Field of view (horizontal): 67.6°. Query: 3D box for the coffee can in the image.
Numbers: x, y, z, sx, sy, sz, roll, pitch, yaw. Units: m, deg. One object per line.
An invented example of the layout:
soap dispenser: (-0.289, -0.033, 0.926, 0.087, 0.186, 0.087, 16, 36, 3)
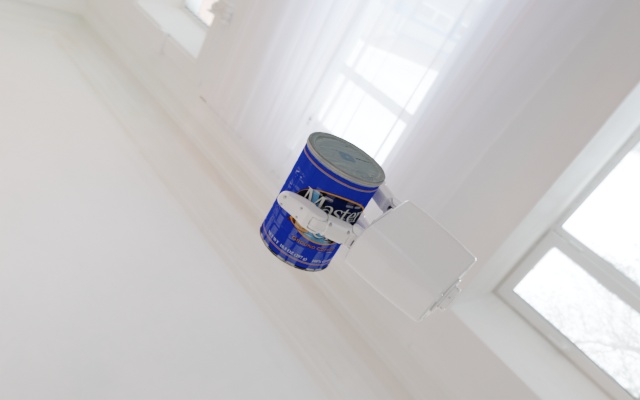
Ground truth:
coffee can: (0.000, 0.002, 0.588, 0.103, 0.140, 0.102, 24, 26, -13)
